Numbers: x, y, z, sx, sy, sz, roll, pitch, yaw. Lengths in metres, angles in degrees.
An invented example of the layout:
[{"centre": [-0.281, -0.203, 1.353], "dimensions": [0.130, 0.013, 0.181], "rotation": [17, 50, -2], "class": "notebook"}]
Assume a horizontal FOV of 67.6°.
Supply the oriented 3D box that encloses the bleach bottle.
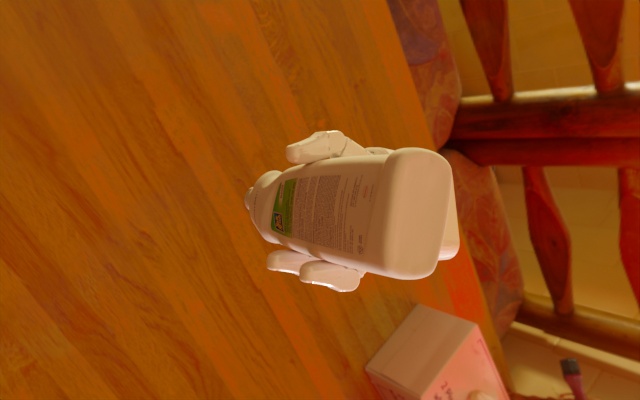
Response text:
[{"centre": [0.000, 0.002, 0.452], "dimensions": [0.068, 0.102, 0.251], "rotation": [9, 0, -37], "class": "bleach bottle"}]
